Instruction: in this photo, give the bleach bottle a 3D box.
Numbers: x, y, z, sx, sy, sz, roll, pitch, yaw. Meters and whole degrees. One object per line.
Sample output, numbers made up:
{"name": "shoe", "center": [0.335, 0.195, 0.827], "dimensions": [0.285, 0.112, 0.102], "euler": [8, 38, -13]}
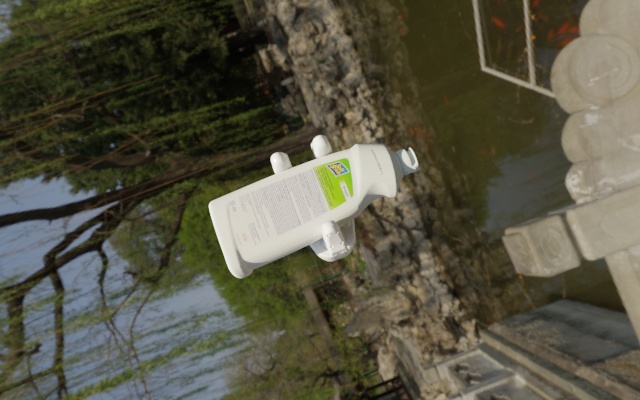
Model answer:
{"name": "bleach bottle", "center": [0.000, 0.002, 0.578], "dimensions": [0.251, 0.102, 0.068], "euler": [-21, -12, -1]}
